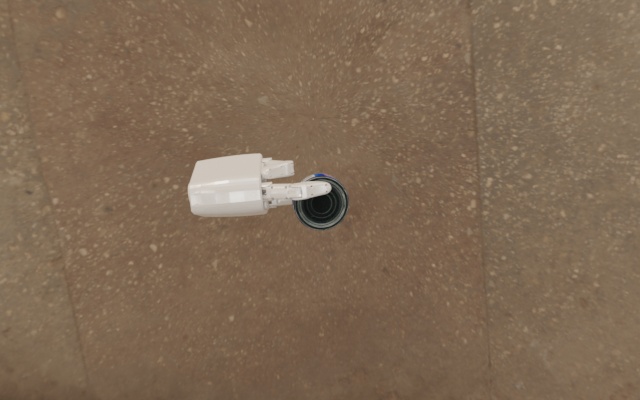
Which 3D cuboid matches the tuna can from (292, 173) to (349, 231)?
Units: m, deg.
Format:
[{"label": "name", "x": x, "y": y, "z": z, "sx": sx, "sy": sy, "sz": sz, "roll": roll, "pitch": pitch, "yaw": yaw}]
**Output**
[{"label": "tuna can", "x": 0.000, "y": 0.002, "z": 0.732, "sx": 0.086, "sy": 0.086, "sz": 0.033, "roll": 0, "pitch": 9, "yaw": -6}]
